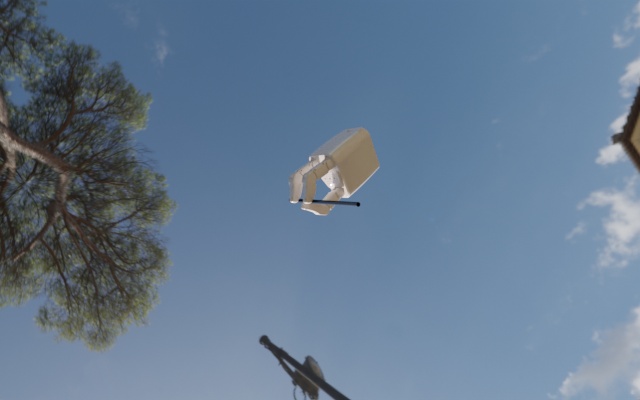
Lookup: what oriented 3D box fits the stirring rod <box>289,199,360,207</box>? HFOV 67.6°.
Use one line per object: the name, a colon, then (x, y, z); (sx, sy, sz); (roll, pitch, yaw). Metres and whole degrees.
stirring rod: (0.000, 0.003, 0.896); (0.011, 0.011, 0.239); (0, 2, -32)
